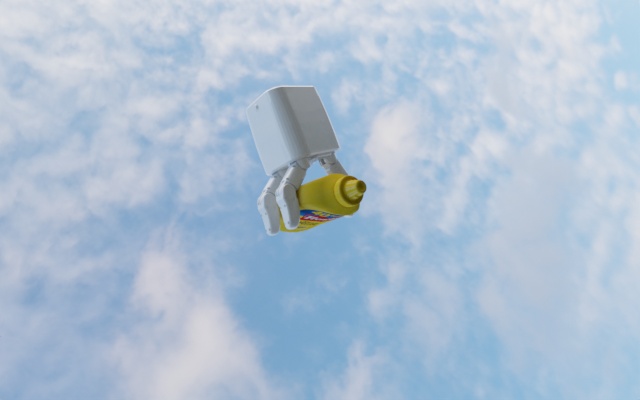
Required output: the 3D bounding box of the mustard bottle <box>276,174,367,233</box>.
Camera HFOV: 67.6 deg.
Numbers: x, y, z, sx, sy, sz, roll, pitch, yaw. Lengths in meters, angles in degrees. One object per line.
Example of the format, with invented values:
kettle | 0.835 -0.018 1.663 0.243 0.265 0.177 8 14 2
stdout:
mustard bottle | 0.000 0.003 0.682 0.096 0.058 0.192 8 -17 -32
